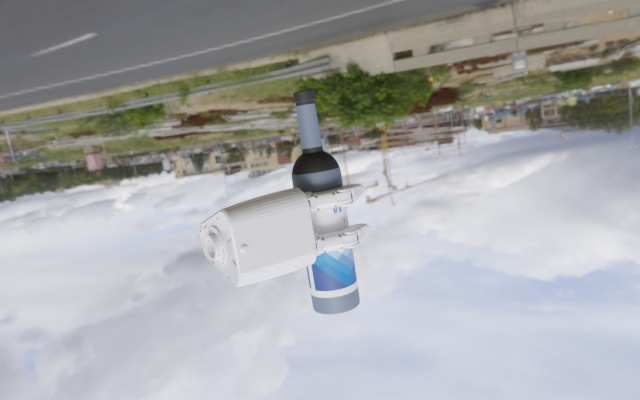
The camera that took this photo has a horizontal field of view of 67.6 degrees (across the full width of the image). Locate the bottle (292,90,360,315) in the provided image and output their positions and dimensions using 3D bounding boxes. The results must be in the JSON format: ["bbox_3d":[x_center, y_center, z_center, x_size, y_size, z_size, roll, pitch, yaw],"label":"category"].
[{"bbox_3d":[0.000,0.002,0.642,0.069,0.296,0.069,-9,9,1],"label":"bottle"}]
